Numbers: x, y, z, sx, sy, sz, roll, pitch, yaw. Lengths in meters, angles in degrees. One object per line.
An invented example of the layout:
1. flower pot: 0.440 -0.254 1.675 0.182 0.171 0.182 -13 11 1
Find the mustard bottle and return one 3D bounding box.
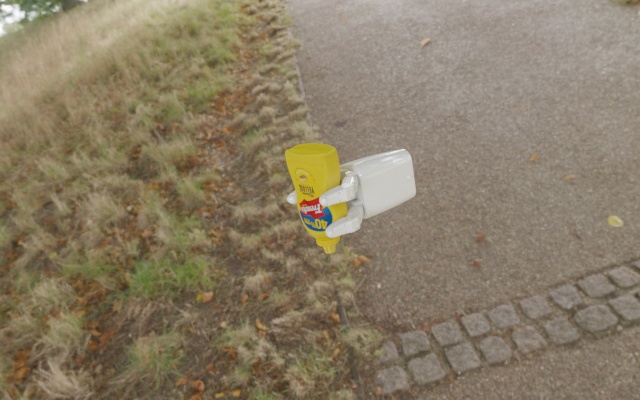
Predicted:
1. mustard bottle: 0.000 0.003 0.801 0.096 0.192 0.058 10 32 42
